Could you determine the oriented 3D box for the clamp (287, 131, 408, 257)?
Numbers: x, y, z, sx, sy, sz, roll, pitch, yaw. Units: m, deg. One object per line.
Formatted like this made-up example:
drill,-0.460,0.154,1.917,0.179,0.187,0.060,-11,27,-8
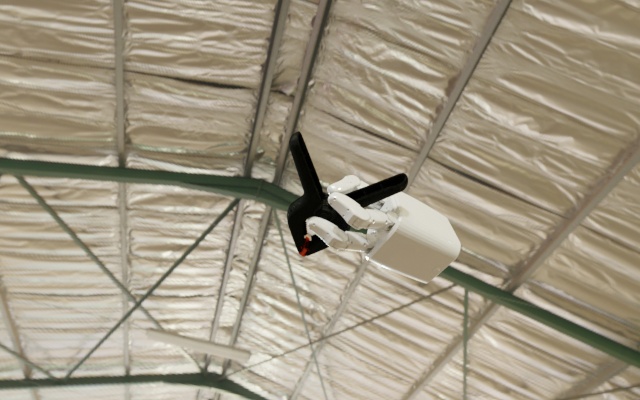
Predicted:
clamp,0.000,0.002,0.676,0.164,0.036,0.210,27,-49,-11
